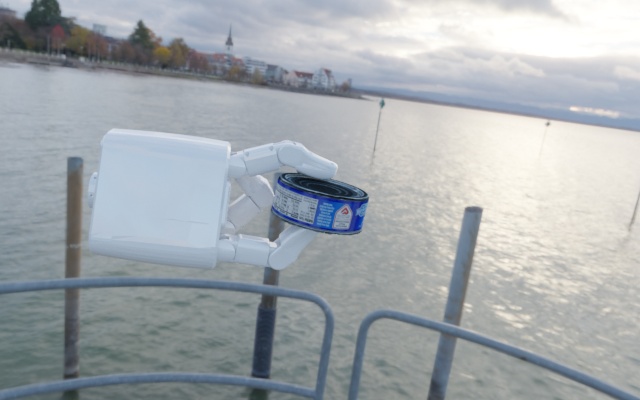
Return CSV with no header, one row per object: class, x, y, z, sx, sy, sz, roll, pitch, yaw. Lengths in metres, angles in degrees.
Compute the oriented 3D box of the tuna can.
tuna can,0.000,0.001,0.434,0.086,0.034,0.086,12,12,-3
